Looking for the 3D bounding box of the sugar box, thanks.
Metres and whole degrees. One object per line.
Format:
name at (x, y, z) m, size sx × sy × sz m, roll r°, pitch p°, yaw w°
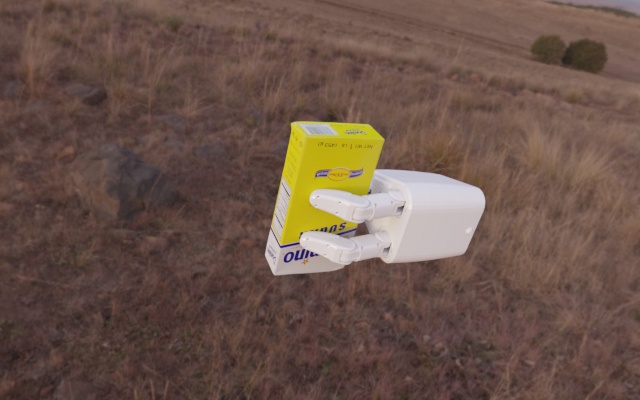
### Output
sugar box at (0.000, 0.002, 0.529) m, size 0.093 × 0.176 × 0.048 m, roll -1°, pitch 31°, yaw -24°
